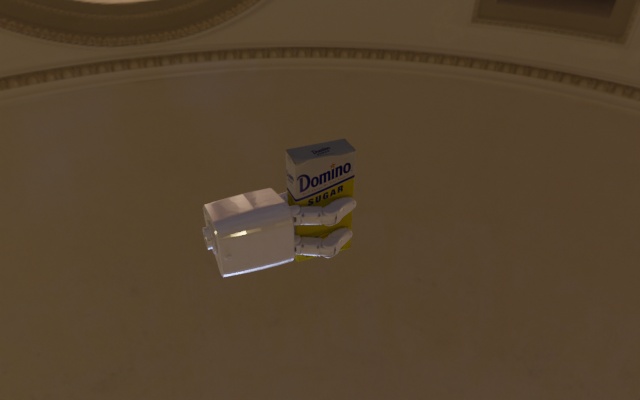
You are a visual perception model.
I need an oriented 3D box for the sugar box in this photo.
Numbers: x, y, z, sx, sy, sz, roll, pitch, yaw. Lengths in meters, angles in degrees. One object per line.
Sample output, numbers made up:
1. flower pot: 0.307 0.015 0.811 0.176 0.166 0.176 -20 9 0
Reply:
1. sugar box: 0.000 0.003 0.701 0.093 0.176 0.048 -14 39 -18
